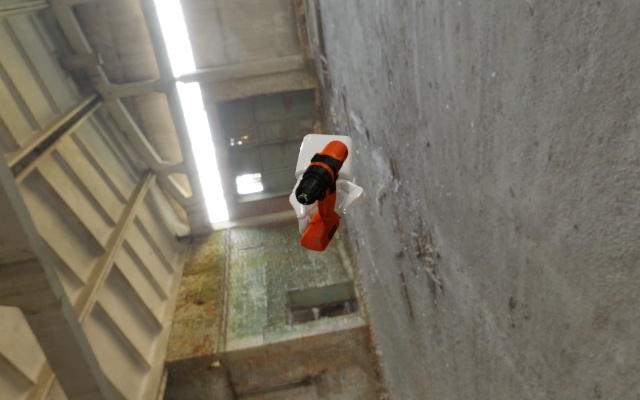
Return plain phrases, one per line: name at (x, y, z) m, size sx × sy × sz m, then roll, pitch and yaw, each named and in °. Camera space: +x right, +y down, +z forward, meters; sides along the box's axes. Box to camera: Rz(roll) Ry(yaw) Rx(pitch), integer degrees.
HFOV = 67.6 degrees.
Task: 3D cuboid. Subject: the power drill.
power drill at (0.000, 0.003, 0.890) m, size 0.057 × 0.188 × 0.184 m, roll 18°, pitch 40°, yaw 15°
